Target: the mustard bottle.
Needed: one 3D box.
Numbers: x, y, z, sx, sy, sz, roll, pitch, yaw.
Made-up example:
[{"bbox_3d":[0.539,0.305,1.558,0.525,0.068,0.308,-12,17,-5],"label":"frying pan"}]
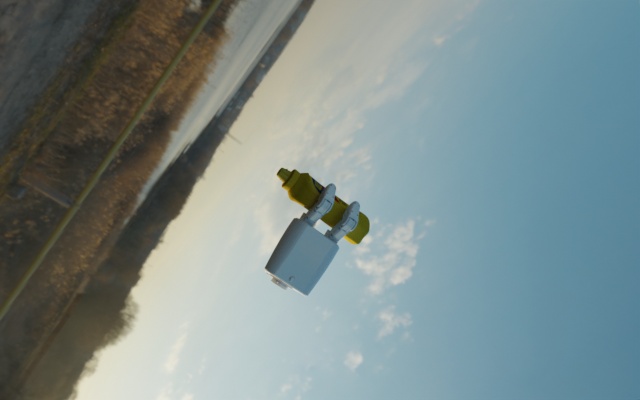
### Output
[{"bbox_3d":[0.001,0.003,0.875,0.192,0.058,0.096,36,12,-15],"label":"mustard bottle"}]
